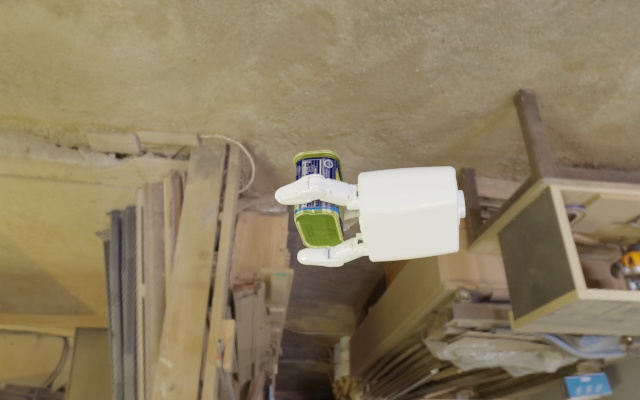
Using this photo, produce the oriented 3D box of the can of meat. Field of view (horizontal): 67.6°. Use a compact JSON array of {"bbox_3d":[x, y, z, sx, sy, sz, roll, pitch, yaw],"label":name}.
[{"bbox_3d":[0.000,0.002,0.589,0.057,0.084,0.102,-4,-30,7],"label":"can of meat"}]
